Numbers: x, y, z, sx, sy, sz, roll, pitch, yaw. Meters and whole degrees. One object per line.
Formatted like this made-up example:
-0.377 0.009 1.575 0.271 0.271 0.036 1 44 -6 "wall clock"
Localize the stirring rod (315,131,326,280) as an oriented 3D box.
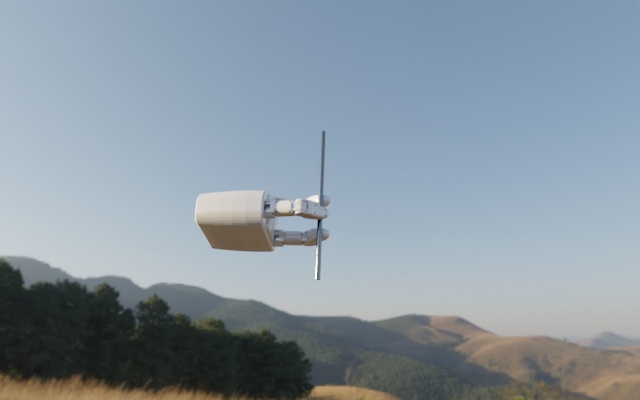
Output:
0.000 0.003 0.740 0.011 0.239 0.011 2 -18 1 "stirring rod"
